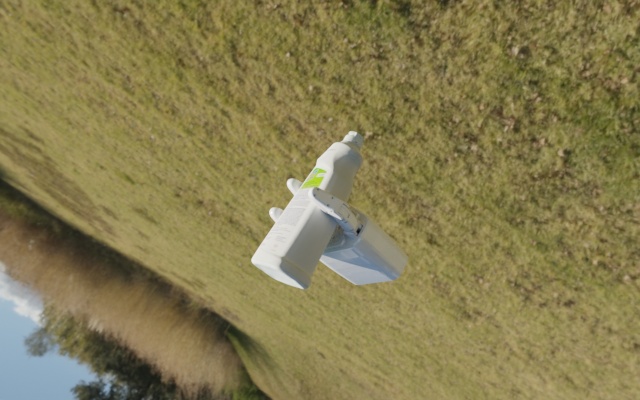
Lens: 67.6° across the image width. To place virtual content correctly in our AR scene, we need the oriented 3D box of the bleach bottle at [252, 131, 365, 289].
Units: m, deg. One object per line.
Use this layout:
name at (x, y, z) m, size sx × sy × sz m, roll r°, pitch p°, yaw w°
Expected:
bleach bottle at (0.000, 0.002, 0.704) m, size 0.068 × 0.250 × 0.102 m, roll 41°, pitch -20°, yaw -28°
